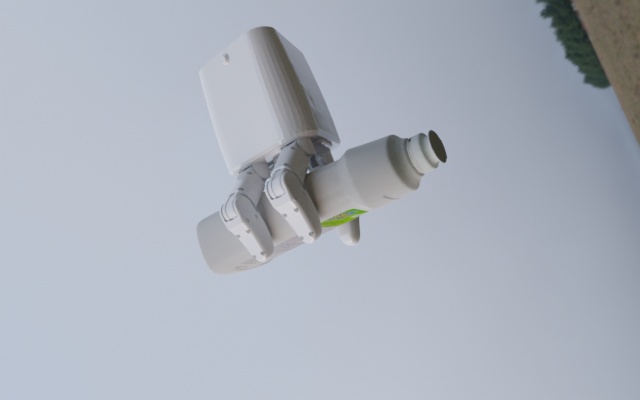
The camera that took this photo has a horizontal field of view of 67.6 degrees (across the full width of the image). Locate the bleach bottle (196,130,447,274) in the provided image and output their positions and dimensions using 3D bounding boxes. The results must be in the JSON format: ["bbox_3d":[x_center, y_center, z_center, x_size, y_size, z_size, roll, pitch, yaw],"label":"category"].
[{"bbox_3d":[0.000,0.002,0.443,0.251,0.068,0.102,-25,-8,33],"label":"bleach bottle"}]
